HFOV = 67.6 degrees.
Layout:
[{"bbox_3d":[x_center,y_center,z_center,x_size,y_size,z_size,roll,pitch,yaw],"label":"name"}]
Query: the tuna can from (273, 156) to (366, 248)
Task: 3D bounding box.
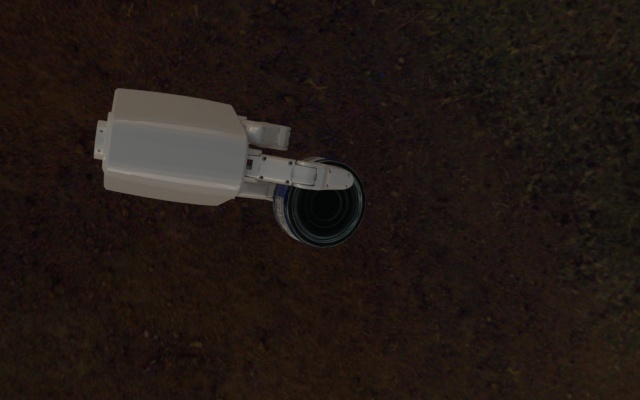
[{"bbox_3d":[0.000,0.002,0.456,0.086,0.086,0.033,0,8,-26],"label":"tuna can"}]
